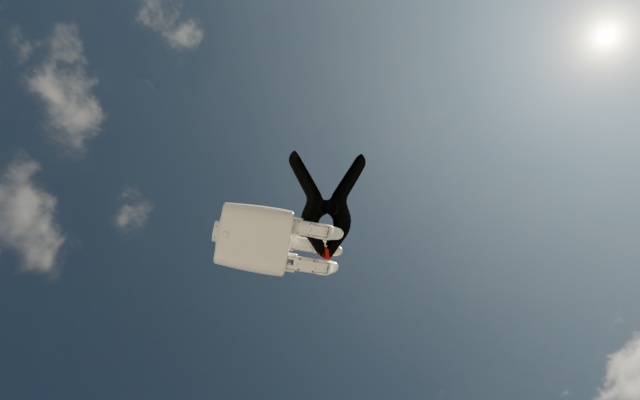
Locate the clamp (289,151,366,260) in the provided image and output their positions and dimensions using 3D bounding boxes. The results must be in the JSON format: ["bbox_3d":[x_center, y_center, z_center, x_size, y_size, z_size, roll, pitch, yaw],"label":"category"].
[{"bbox_3d":[0.000,0.003,0.738,0.120,0.171,0.039,10,-2,-8],"label":"clamp"}]
